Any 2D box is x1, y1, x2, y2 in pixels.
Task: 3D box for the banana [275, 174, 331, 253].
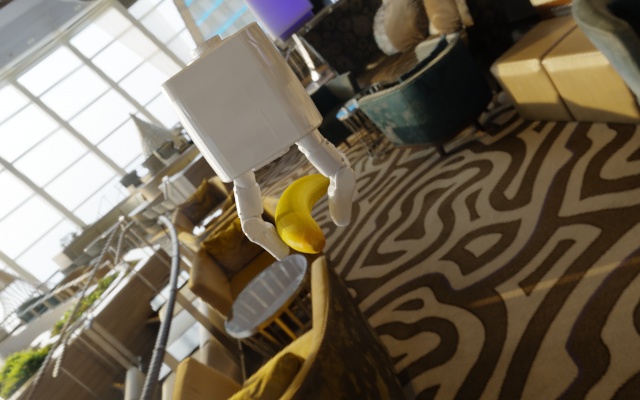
[{"bbox_3d":[-0.016,0.007,0.512,0.069,0.037,0.197,-21,19,18],"label":"banana"}]
